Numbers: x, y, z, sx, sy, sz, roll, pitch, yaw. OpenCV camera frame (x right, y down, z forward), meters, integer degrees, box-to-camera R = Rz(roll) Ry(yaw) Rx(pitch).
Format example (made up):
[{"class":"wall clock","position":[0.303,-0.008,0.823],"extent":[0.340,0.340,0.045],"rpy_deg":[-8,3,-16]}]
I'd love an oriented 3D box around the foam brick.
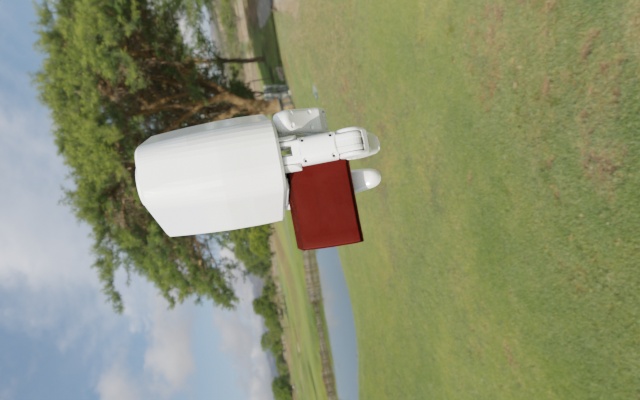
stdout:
[{"class":"foam brick","position":[0.000,0.002,0.411],"extent":[0.051,0.078,0.053],"rpy_deg":[-11,-1,-10]}]
